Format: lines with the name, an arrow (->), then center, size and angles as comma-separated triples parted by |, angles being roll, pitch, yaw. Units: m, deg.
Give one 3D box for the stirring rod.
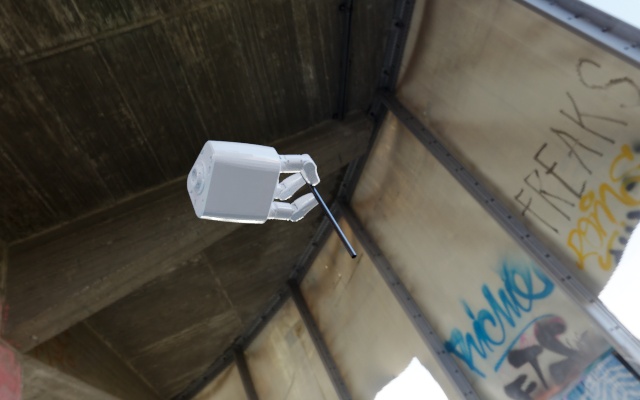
stirring rod -> 0.000, 0.002, 0.753 | 0.011, 0.011, 0.239 | 0, 40, -31
